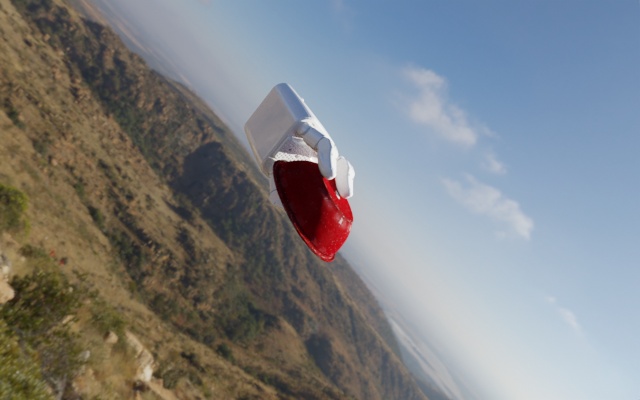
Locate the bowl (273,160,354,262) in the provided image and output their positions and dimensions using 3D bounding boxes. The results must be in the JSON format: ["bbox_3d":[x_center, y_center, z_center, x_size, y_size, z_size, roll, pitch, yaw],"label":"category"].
[{"bbox_3d":[0.001,0.003,0.665,0.055,0.162,0.162,-28,-7,14],"label":"bowl"}]
